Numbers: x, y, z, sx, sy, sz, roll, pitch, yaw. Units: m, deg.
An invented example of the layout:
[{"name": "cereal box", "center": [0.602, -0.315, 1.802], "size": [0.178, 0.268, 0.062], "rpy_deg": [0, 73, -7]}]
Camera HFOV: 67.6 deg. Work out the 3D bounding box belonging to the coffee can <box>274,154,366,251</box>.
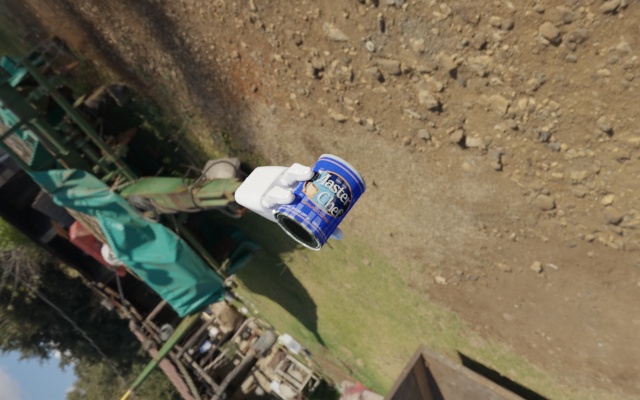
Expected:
[{"name": "coffee can", "center": [0.000, 0.003, 0.843], "size": [0.103, 0.140, 0.103], "rpy_deg": [33, -20, 14]}]
